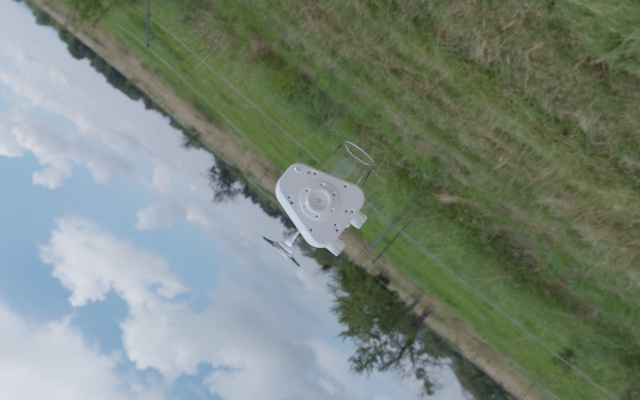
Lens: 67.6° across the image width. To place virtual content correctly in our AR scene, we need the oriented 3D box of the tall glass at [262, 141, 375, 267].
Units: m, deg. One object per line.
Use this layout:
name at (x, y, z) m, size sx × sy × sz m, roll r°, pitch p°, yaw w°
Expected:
tall glass at (0.000, 0.003, 0.750) m, size 0.079 × 0.201 × 0.079 m, roll 38°, pitch -5°, yaw 4°
